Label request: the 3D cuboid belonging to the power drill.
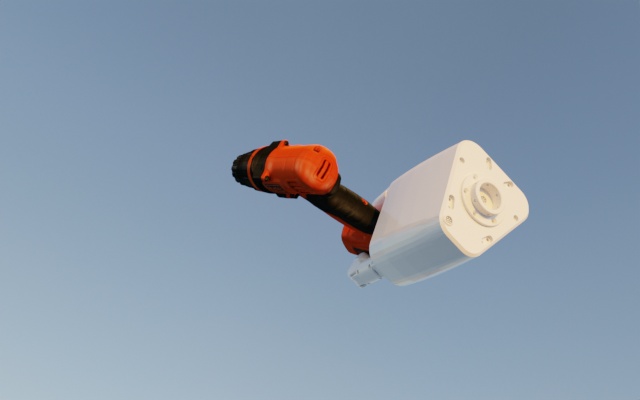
[{"bbox_3d":[0.001,0.002,0.543,0.188,0.057,0.184,34,-13,-30],"label":"power drill"}]
